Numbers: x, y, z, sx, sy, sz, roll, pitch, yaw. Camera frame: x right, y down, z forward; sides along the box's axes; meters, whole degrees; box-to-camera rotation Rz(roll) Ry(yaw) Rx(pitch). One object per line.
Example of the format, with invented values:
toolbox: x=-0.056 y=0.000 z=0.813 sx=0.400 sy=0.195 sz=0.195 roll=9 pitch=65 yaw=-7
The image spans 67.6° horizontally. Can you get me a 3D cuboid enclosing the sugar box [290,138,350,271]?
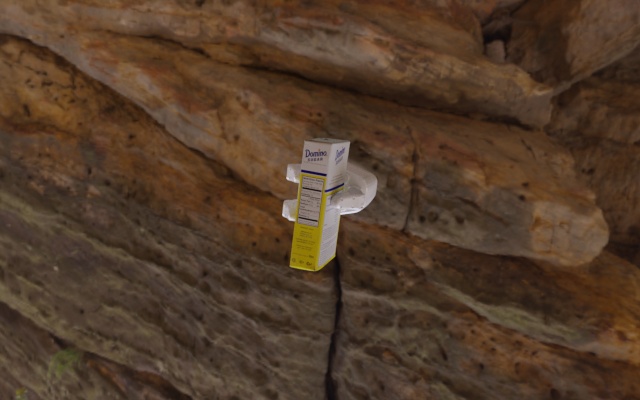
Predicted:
sugar box: x=0.000 y=0.002 z=0.670 sx=0.048 sy=0.176 sz=0.093 roll=8 pitch=10 yaw=17
